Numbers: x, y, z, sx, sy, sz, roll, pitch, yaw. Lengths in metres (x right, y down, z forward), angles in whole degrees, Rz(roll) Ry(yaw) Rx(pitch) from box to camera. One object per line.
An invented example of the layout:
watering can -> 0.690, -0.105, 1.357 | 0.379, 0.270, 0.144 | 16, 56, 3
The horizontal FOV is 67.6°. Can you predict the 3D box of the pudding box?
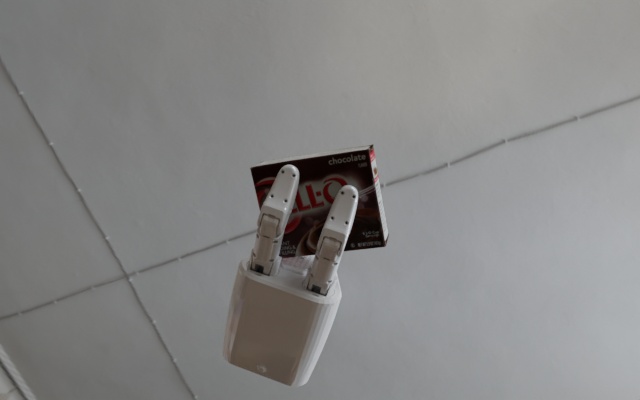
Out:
pudding box -> 0.000, 0.001, 0.440 | 0.113, 0.090, 0.039 | -8, 14, 13
